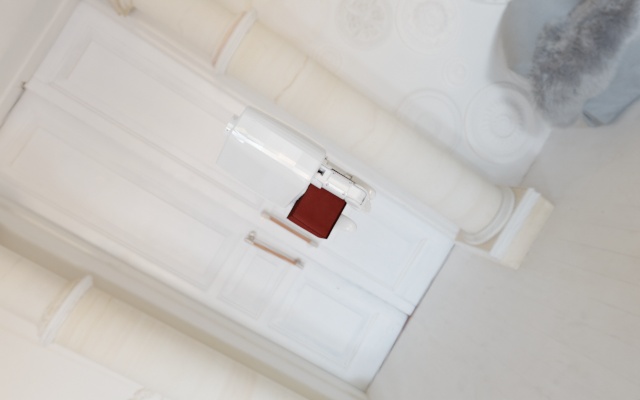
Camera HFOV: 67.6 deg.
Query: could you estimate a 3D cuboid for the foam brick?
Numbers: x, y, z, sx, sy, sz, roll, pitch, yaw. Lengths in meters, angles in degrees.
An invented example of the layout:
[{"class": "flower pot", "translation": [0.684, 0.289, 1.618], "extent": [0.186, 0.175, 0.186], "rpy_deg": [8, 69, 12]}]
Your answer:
[{"class": "foam brick", "translation": [0.000, 0.002, 0.590], "extent": [0.051, 0.078, 0.053], "rpy_deg": [31, -10, -9]}]
